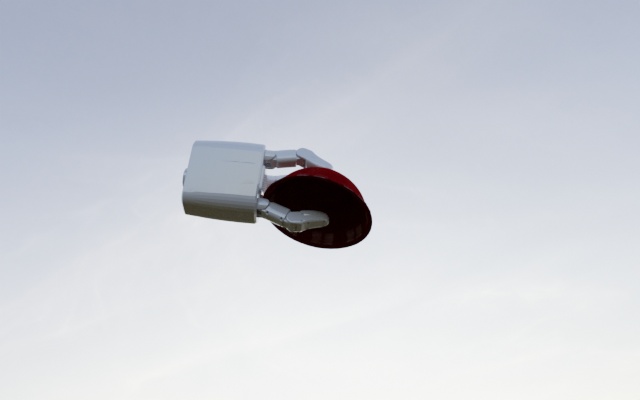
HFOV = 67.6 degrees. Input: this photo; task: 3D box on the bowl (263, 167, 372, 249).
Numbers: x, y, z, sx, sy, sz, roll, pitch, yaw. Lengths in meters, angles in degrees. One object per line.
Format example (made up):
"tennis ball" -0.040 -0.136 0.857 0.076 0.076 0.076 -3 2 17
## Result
"bowl" 0.001 0.002 0.699 0.162 0.055 0.162 10 -40 9
